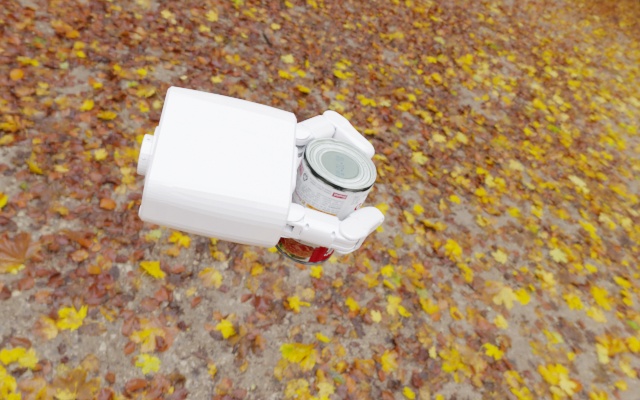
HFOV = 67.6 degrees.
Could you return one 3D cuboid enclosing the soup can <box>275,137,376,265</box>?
[{"bbox_3d":[0.001,0.001,0.435,0.068,0.068,0.102,0,-43,-28],"label":"soup can"}]
